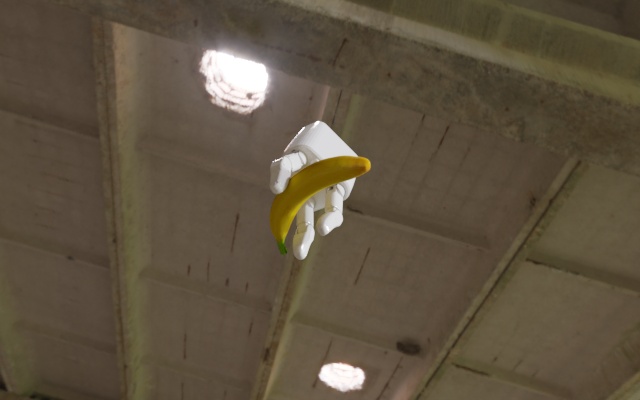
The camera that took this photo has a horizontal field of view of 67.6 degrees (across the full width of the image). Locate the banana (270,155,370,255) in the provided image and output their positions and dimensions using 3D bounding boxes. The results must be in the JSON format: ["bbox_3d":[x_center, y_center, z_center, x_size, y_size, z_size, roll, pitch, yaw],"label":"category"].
[{"bbox_3d":[-0.016,-0.008,0.653,0.198,0.069,0.037,-46,3,31],"label":"banana"}]
